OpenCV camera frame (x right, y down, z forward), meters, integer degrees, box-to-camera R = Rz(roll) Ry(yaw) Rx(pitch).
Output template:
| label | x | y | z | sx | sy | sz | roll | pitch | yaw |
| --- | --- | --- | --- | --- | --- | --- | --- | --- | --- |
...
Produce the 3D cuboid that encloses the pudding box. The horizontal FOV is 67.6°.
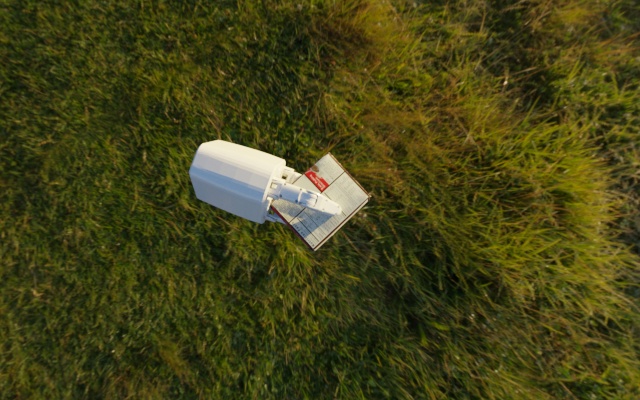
| label | x | y | z | sx | sy | sz | roll | pitch | yaw |
| --- | --- | --- | --- | --- | --- | --- | --- | --- | --- |
| pudding box | 0.000 | 0.002 | 0.666 | 0.113 | 0.090 | 0.039 | -42 | -4 | -4 |
